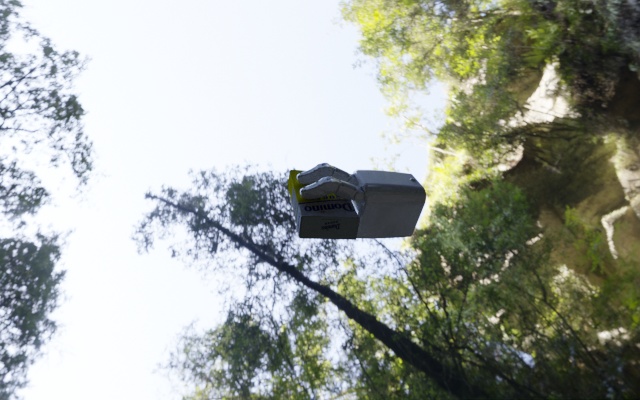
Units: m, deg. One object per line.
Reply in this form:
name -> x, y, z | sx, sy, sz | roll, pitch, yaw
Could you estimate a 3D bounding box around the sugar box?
sugar box -> 0.000, 0.002, 0.794 | 0.093, 0.048, 0.176 | 2, 24, -12
